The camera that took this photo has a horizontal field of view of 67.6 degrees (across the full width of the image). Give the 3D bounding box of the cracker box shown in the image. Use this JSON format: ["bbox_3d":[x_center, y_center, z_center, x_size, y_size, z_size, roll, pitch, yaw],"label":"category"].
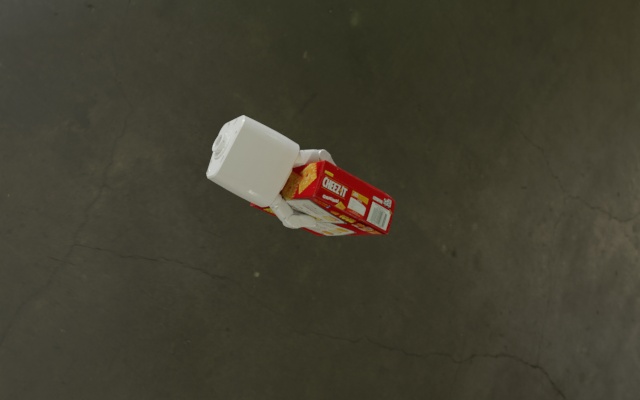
[{"bbox_3d":[0.000,0.003,0.847,0.164,0.072,0.214,27,-18,-30],"label":"cracker box"}]
